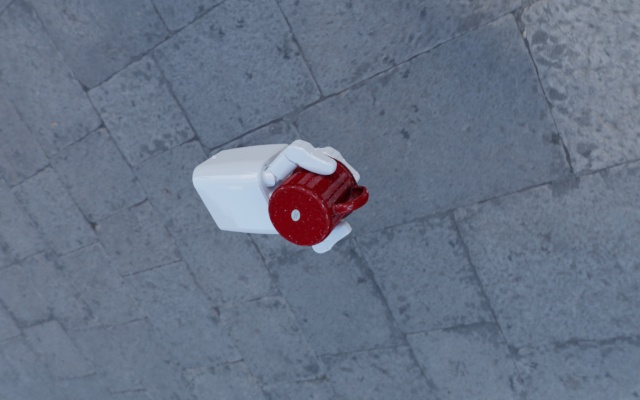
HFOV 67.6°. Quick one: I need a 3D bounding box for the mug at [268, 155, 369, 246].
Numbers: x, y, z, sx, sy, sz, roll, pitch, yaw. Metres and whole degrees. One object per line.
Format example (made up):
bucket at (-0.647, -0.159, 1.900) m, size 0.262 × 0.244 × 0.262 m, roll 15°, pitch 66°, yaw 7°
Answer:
mug at (0.001, 0.002, 0.568) m, size 0.117 × 0.093 × 0.081 m, roll -1°, pitch 25°, yaw 26°
